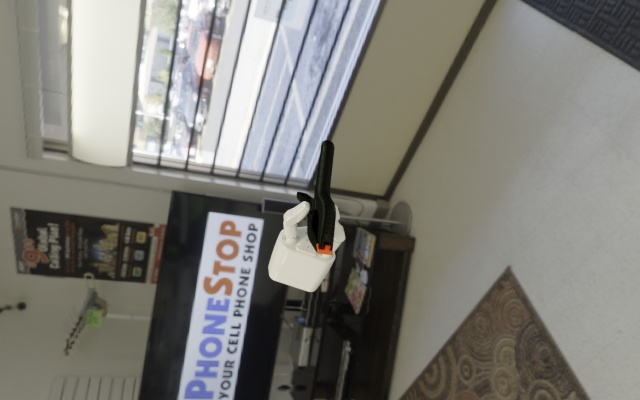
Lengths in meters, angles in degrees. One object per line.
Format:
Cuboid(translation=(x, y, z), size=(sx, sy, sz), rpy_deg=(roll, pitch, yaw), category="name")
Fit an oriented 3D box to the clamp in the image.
Cuboid(translation=(-0.001, 0.003, 0.873), size=(0.036, 0.165, 0.209), rpy_deg=(8, 42, -19), category="clamp")
